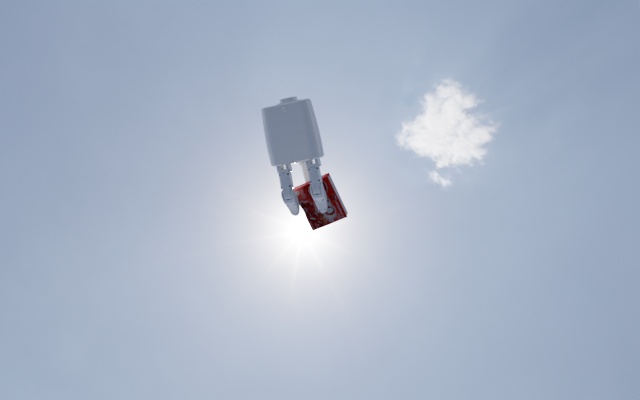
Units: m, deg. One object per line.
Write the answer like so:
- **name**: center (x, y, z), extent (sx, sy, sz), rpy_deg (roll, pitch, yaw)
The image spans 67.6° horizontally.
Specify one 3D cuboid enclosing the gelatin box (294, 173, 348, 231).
- **gelatin box**: center (0.000, 0.003, 0.894), extent (0.073, 0.089, 0.030), rpy_deg (-23, 12, 13)
